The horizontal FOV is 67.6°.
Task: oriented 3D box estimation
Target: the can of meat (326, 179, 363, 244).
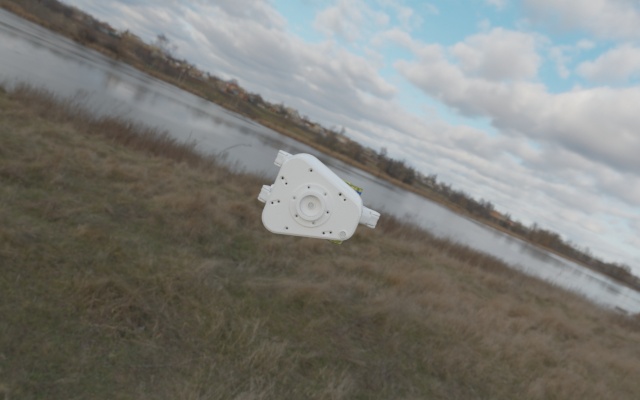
[{"bbox_3d":[0.000,0.002,0.682,0.102,0.084,0.057,24,6,5],"label":"can of meat"}]
